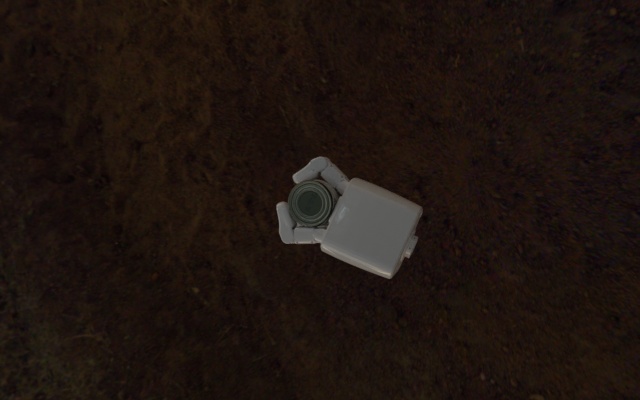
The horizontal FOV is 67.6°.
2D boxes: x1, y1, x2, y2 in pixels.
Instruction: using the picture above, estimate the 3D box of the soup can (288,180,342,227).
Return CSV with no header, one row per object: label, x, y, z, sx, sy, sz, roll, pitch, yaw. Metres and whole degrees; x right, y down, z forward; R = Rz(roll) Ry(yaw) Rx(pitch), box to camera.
soup can,0.000,0.002,0.708,0.068,0.068,0.102,0,3,18
